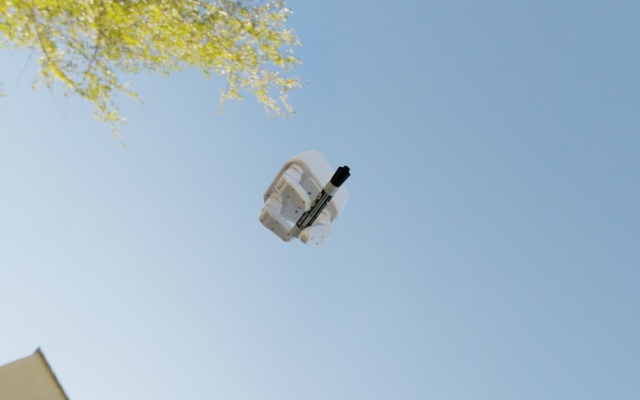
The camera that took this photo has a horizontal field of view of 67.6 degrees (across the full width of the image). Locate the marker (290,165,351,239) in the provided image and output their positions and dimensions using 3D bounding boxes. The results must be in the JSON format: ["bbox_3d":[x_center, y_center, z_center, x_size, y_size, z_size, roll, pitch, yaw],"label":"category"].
[{"bbox_3d":[0.000,0.002,0.630,0.020,0.121,0.020,32,22,-15],"label":"marker"}]
